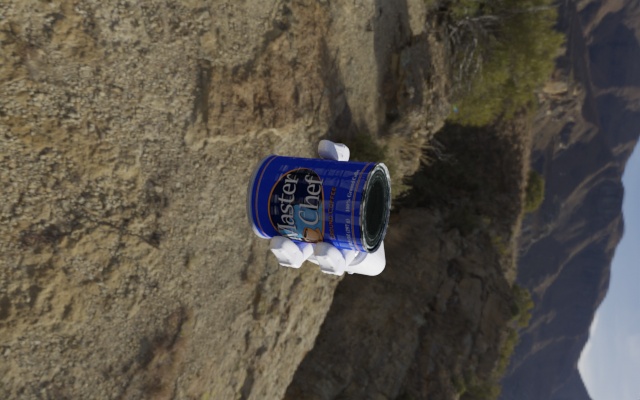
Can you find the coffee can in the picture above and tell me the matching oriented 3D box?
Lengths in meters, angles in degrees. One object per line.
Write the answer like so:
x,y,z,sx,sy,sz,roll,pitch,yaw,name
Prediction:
0.000,0.002,0.556,0.140,0.103,0.103,6,2,24,coffee can
